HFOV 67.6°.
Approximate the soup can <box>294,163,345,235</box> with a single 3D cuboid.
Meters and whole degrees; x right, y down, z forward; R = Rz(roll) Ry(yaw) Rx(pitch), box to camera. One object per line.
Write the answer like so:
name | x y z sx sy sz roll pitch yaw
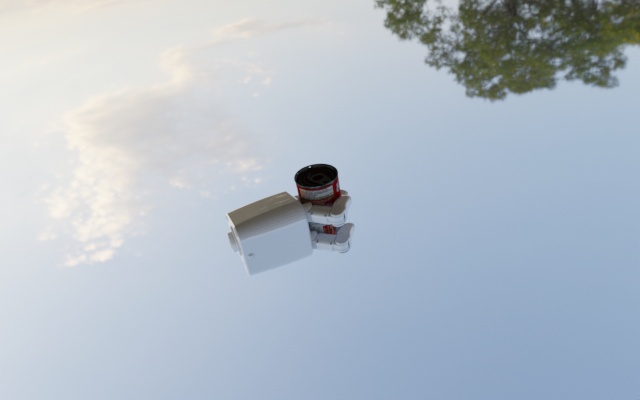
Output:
soup can | 0.001 0.002 0.753 0.068 0.102 0.068 -7 34 4
